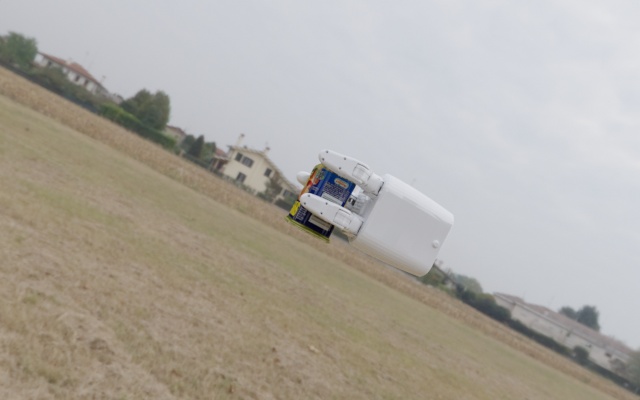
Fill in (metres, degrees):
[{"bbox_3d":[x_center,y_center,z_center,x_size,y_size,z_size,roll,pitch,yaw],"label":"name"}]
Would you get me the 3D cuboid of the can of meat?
[{"bbox_3d":[0.000,0.002,0.610,0.057,0.084,0.102,28,-2,-8],"label":"can of meat"}]
